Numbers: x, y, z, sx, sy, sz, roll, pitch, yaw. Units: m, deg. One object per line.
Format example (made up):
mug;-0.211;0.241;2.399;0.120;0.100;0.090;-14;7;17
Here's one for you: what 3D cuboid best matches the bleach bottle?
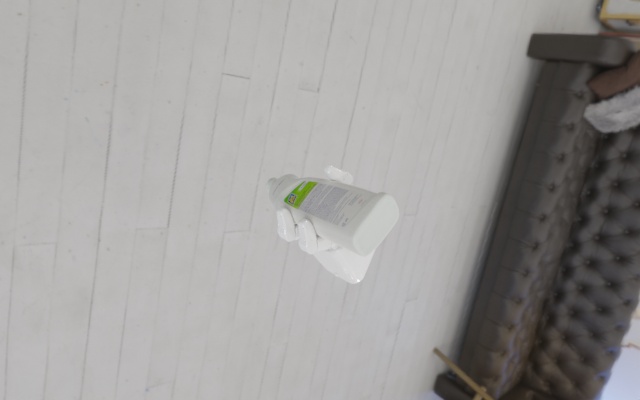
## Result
bleach bottle;0.000;0.003;0.785;0.250;0.102;0.068;24;-24;43
